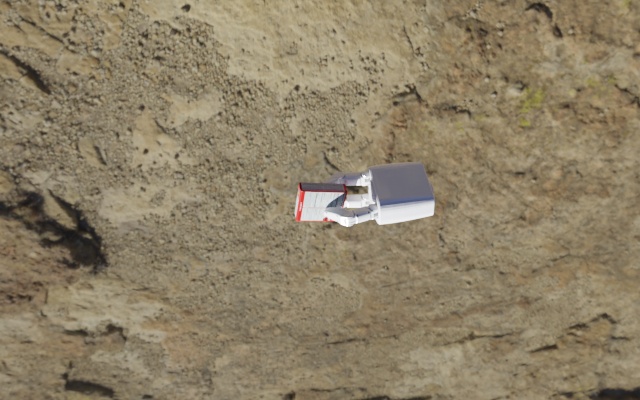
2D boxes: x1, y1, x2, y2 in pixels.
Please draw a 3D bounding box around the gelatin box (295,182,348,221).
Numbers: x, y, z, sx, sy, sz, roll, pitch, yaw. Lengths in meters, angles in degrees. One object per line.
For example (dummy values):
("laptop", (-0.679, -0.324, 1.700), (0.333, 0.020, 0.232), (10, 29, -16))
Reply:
("gelatin box", (0.000, 0.003, 0.893), (0.089, 0.073, 0.030), (0, 40, -13))
